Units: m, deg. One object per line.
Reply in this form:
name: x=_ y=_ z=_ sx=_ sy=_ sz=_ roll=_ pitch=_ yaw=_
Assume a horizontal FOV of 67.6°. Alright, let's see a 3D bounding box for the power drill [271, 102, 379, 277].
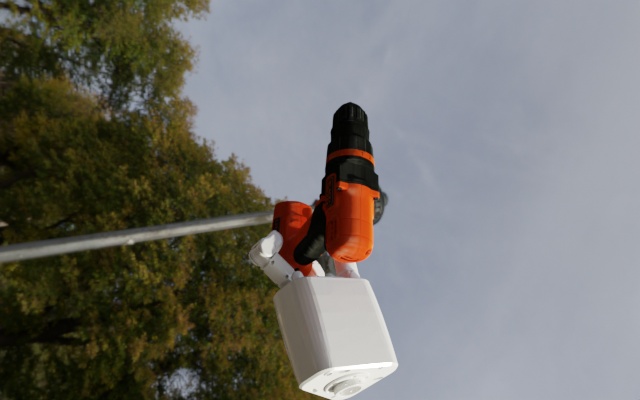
power drill: x=0.000 y=0.002 z=0.554 sx=0.057 sy=0.184 sz=0.188 roll=15 pitch=-30 yaw=-20
